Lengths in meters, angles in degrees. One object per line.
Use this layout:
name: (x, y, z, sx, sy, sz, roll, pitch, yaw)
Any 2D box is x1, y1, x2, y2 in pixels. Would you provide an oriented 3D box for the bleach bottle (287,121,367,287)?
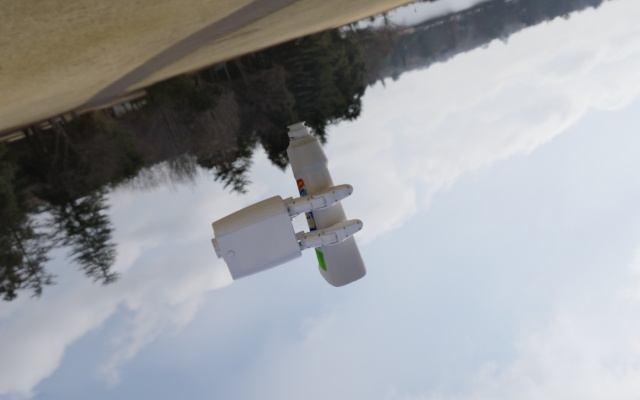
bleach bottle: (0.000, 0.002, 0.736, 0.068, 0.251, 0.102, -21, 15, -10)
